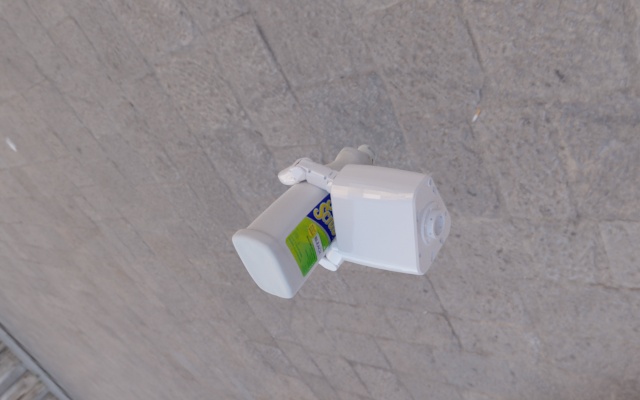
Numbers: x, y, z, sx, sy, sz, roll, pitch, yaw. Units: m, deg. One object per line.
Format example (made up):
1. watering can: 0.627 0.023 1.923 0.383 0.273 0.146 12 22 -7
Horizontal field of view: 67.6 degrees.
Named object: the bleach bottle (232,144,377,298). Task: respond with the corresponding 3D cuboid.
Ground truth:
1. bleach bottle: 0.000 0.002 0.617 0.068 0.103 0.250 10 45 36
